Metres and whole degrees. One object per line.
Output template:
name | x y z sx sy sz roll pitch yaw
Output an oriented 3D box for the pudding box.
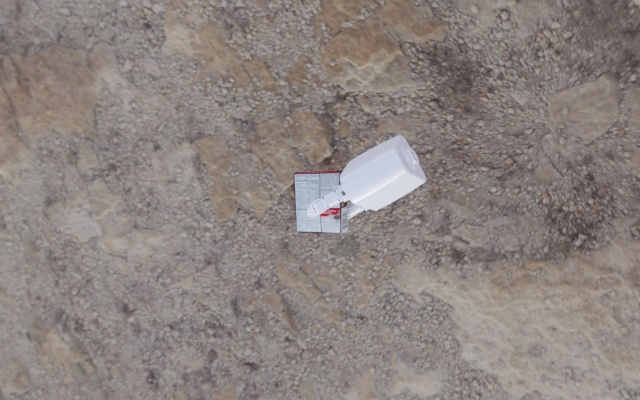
pudding box | 0.000 0.003 0.856 0.090 0.113 0.039 1 6 22
